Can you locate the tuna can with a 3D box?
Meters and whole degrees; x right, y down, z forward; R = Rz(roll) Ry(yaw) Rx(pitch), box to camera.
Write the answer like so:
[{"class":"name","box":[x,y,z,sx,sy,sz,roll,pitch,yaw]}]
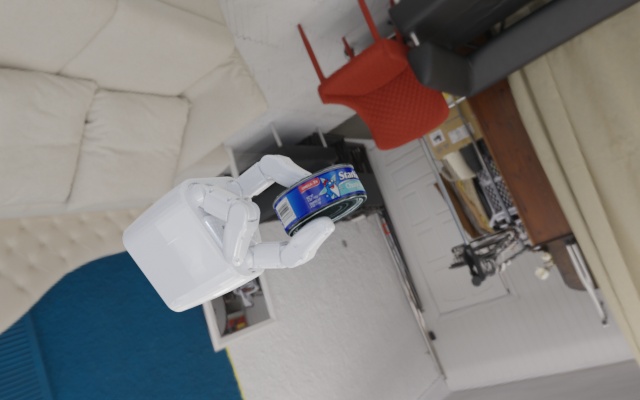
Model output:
[{"class":"tuna can","box":[0.000,0.002,0.452,0.086,0.033,0.086,-25,-13,-6]}]
